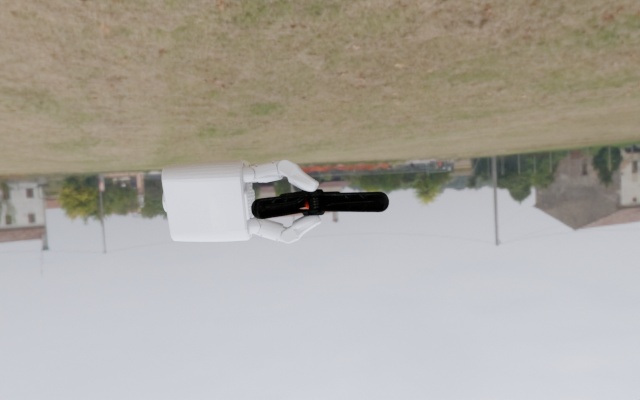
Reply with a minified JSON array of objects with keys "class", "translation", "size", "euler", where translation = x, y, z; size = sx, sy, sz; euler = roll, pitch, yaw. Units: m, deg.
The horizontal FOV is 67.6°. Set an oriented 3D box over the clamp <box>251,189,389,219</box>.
[{"class":"clamp","translation":[0.000,0.003,0.652],"size":[0.164,0.036,0.210],"euler":[-2,3,0]}]
